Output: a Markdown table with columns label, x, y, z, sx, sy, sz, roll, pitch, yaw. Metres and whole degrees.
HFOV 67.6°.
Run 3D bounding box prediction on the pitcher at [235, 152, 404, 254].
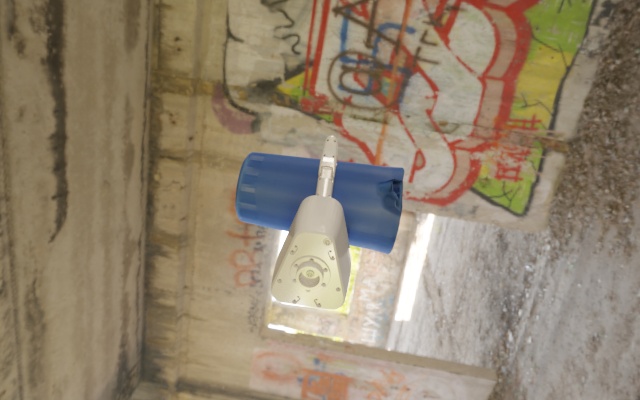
| label | x | y | z | sx | sy | sz | roll | pitch | yaw |
| --- | --- | --- | --- | --- | --- | --- | --- | --- | --- |
| pitcher | 0.000 | 0.002 | 0.735 | 0.243 | 0.149 | 0.145 | 9 | 21 | 1 |
